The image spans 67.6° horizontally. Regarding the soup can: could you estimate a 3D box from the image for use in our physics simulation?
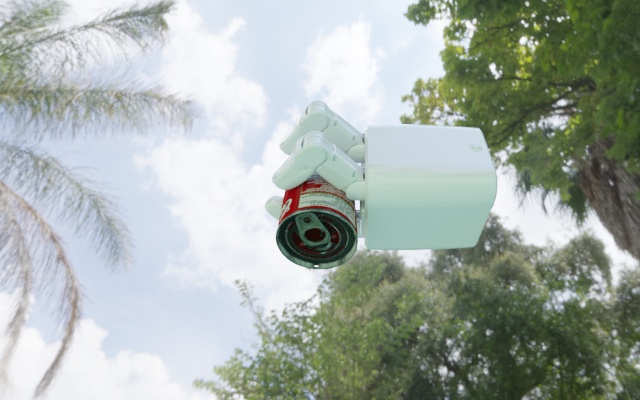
[{"bbox_3d":[0.000,0.001,0.429,0.068,0.069,0.102,0,40,5],"label":"soup can"}]
